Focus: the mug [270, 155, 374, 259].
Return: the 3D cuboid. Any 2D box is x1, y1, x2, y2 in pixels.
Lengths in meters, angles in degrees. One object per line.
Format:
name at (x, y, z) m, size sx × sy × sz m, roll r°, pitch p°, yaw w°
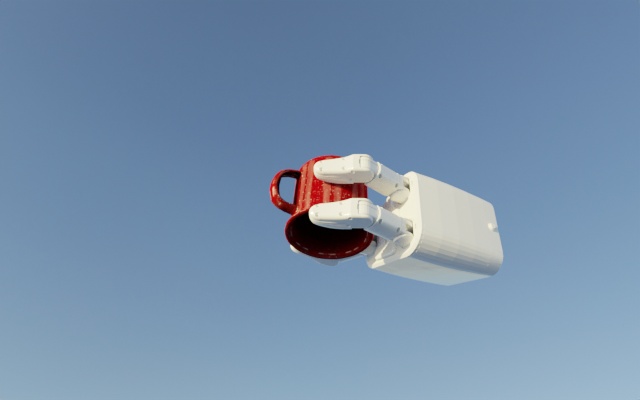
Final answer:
mug at (-0.001, 0.001, 0.518) m, size 0.117 × 0.081 × 0.093 m, roll 19°, pitch -42°, yaw -18°
